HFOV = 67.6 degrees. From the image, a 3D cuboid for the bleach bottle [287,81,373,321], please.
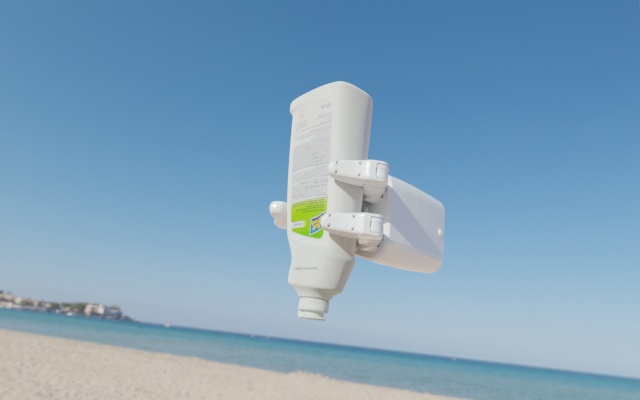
[{"bbox_3d":[0.000,0.002,0.523,0.068,0.250,0.102,20,-21,-37],"label":"bleach bottle"}]
